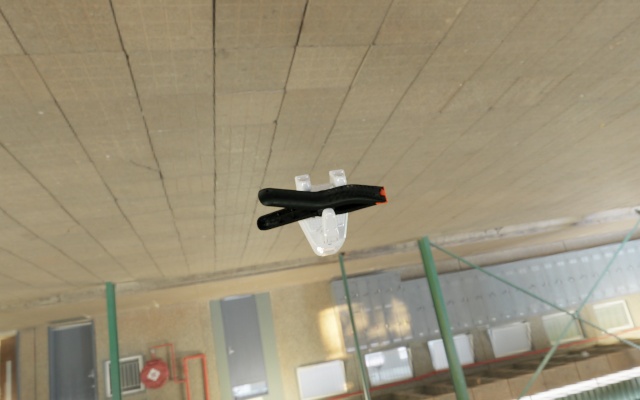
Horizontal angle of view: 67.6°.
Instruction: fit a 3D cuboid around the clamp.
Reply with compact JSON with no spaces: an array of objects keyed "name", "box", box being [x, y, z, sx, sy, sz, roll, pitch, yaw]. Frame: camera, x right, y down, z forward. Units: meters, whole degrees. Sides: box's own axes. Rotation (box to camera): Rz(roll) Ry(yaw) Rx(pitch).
[{"name":"clamp","box":[0.001,0.003,0.722,0.210,0.036,0.164,-10,-14,-4]}]
